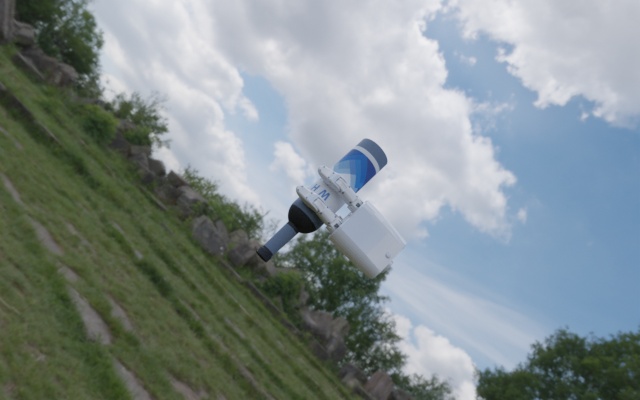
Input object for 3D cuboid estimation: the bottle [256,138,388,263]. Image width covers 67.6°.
[{"bbox_3d":[0.000,0.003,0.873,0.295,0.069,0.069,-43,14,-16],"label":"bottle"}]
